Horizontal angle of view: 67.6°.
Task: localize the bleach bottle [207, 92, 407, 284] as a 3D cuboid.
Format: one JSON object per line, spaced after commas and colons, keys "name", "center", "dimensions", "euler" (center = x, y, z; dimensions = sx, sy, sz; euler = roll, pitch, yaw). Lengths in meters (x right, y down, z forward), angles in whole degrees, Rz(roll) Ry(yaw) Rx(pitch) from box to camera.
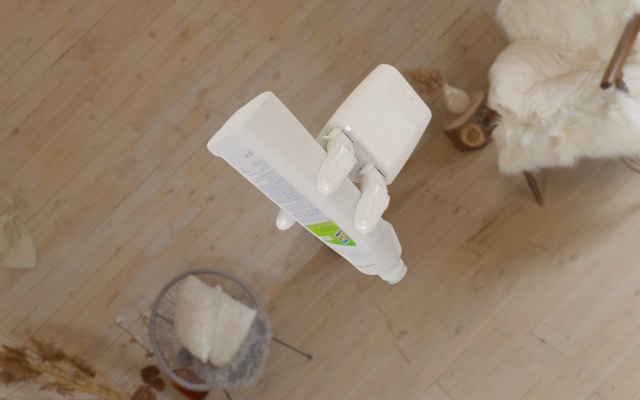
{"name": "bleach bottle", "center": [0.000, 0.002, 0.514], "dimensions": [0.251, 0.068, 0.102], "euler": [45, -24, -19]}
